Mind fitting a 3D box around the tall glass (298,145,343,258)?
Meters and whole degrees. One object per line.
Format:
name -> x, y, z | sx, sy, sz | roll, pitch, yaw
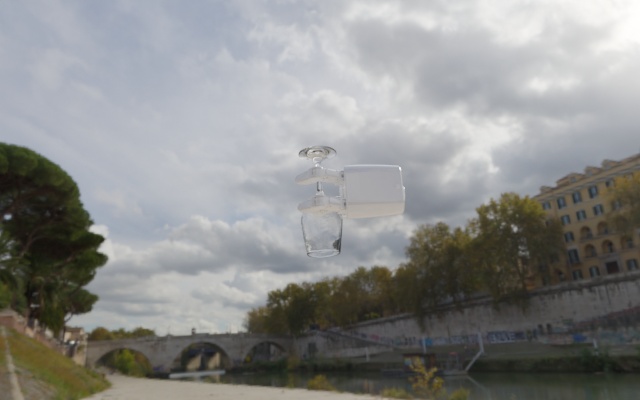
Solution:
tall glass -> 0.000, 0.002, 0.899 | 0.079, 0.201, 0.079 | -3, -18, -1
